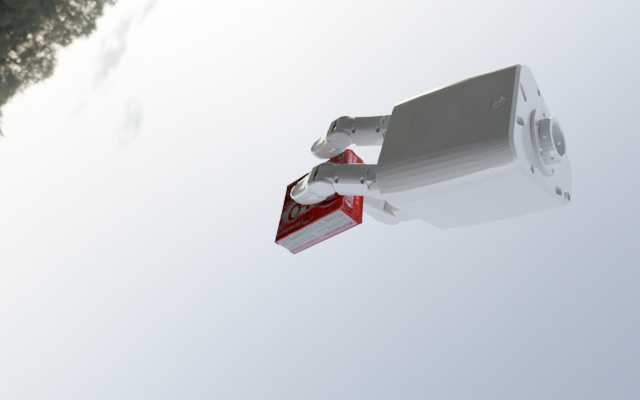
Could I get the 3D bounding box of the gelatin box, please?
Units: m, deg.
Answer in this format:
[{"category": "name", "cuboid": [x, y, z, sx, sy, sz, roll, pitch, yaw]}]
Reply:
[{"category": "gelatin box", "cuboid": [0.000, 0.002, 0.450, 0.089, 0.073, 0.030, -29, -53, 36]}]
